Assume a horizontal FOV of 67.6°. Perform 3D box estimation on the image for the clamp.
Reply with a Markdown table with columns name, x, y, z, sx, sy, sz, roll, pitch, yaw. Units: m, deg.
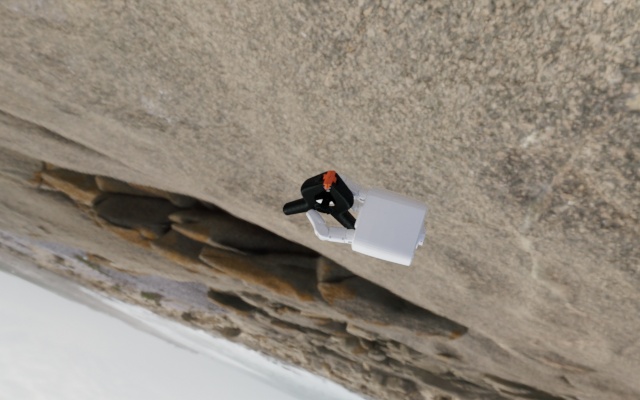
| name | x | y | z | sx | sy | sz | roll | pitch | yaw |
| --- | --- | --- | --- | --- | --- | --- | --- | --- | --- |
| clamp | 0.000 | 0.003 | 0.855 | 0.164 | 0.036 | 0.210 | 14 | -24 | 10 |
